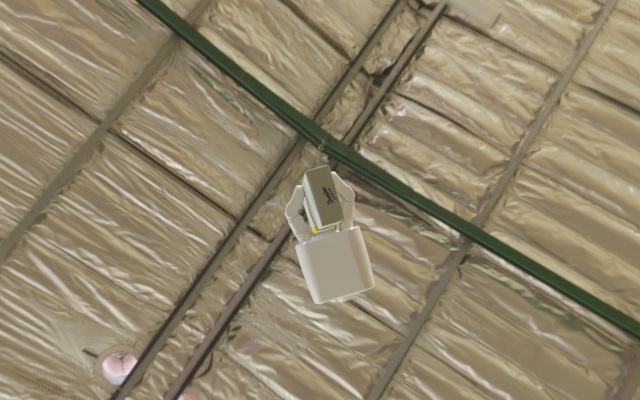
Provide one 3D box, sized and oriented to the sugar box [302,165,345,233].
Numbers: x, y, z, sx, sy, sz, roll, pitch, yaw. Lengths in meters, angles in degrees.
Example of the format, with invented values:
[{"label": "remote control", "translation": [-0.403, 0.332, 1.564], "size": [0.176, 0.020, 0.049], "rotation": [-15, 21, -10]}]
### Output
[{"label": "sugar box", "translation": [0.001, 0.003, 0.820], "size": [0.048, 0.093, 0.176], "rotation": [-17, -5, -9]}]
